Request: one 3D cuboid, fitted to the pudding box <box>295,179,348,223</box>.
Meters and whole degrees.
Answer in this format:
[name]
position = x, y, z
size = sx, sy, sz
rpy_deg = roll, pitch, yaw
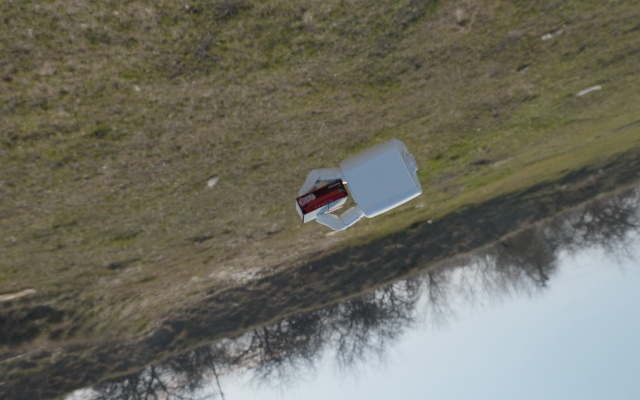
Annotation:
[pudding box]
position = 0.000, 0.003, 0.888
size = 0.090, 0.039, 0.113
rpy_deg = -23, -10, -7
